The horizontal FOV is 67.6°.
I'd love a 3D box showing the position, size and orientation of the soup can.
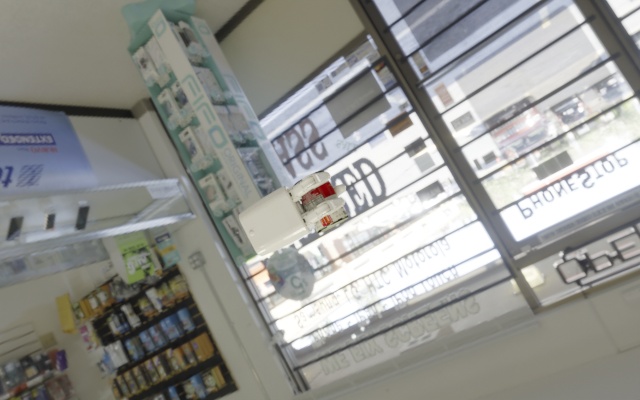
[{"bbox_3d":[0.001,0.003,0.899,0.068,0.102,0.068,-28,-7,-4],"label":"soup can"}]
